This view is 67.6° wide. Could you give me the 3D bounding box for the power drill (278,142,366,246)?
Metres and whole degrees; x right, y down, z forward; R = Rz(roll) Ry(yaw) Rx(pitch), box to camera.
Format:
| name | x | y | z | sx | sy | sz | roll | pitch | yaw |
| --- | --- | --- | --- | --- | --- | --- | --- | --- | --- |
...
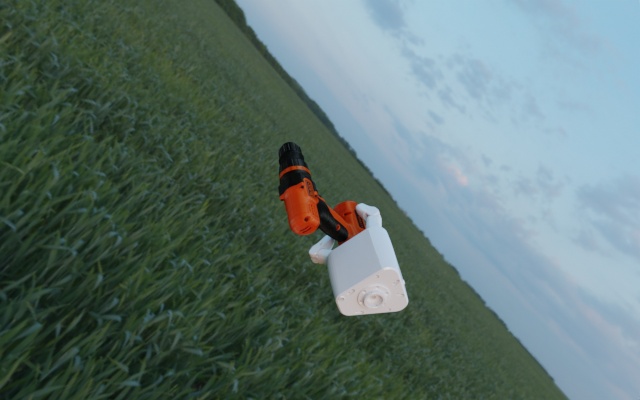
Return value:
| name | x | y | z | sx | sy | sz | roll | pitch | yaw |
| --- | --- | --- | --- | --- | --- | --- | --- | --- | --- |
| power drill | 0.000 | 0.003 | 0.823 | 0.057 | 0.184 | 0.188 | -32 | -42 | 25 |
